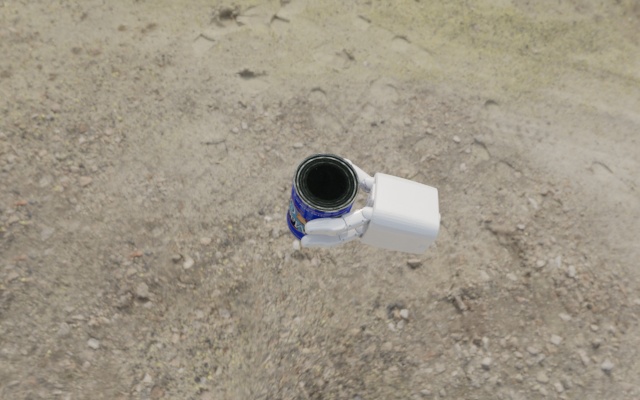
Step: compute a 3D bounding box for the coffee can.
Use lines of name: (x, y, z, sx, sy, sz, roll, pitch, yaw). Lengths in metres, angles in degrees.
coffee can: (0.000, 0.003, 0.782, 0.103, 0.102, 0.140, 0, -26, -9)
